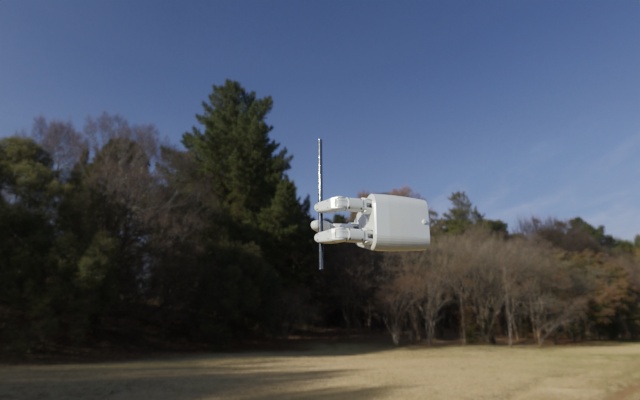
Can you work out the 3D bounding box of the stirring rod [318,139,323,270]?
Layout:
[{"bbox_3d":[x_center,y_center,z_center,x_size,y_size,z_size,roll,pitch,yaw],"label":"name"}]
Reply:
[{"bbox_3d":[0.000,0.003,0.851,0.011,0.239,0.011,0,-17,0],"label":"stirring rod"}]
